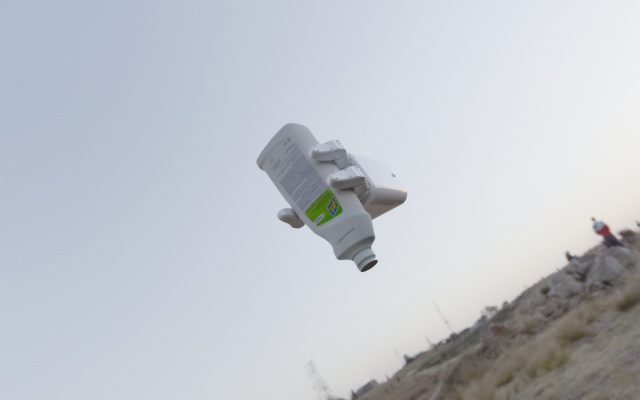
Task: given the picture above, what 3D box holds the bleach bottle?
[{"bbox_3d":[0.000,0.002,0.710,0.068,0.250,0.103,5,-46,-50],"label":"bleach bottle"}]
